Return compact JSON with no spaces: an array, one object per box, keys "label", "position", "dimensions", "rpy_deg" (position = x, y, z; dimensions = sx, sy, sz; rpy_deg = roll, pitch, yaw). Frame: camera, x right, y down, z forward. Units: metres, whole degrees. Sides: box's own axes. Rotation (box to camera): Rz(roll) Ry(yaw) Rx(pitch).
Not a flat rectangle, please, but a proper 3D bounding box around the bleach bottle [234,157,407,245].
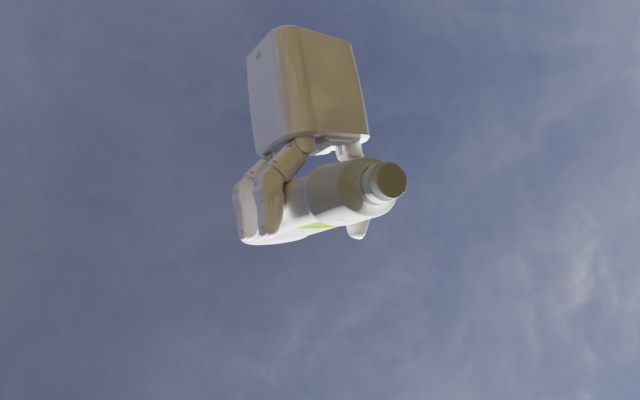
[{"label":"bleach bottle","position":[0.000,0.002,0.469],"dimensions":[0.102,0.068,0.251],"rpy_deg":[-7,-4,-30]}]
